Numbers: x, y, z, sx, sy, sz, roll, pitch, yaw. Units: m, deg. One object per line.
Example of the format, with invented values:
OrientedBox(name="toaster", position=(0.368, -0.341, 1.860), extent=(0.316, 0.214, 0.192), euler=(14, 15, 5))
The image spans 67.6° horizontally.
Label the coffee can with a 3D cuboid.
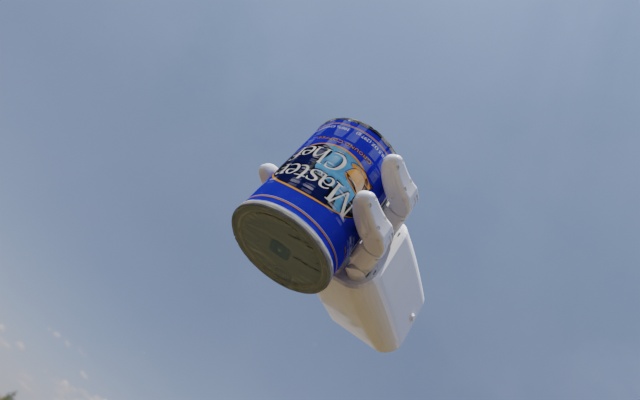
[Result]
OrientedBox(name="coffee can", position=(0.000, 0.001, 0.450), extent=(0.103, 0.103, 0.140), euler=(0, 37, 41))
